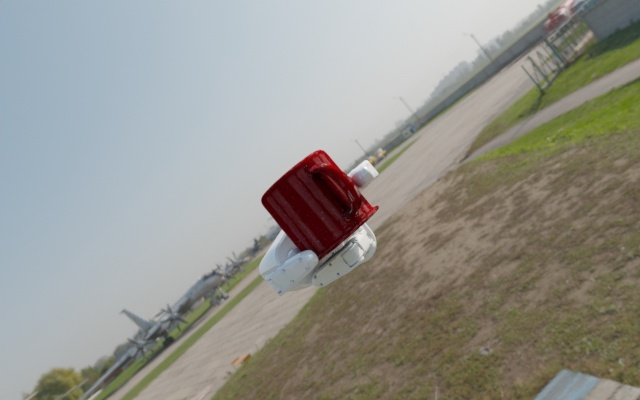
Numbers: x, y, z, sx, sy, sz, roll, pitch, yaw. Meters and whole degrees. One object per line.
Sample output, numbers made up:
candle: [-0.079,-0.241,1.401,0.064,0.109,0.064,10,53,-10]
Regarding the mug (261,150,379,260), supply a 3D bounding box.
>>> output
mug: [0.000,0.001,0.457,0.093,0.081,0.117,-39,-1,-25]
